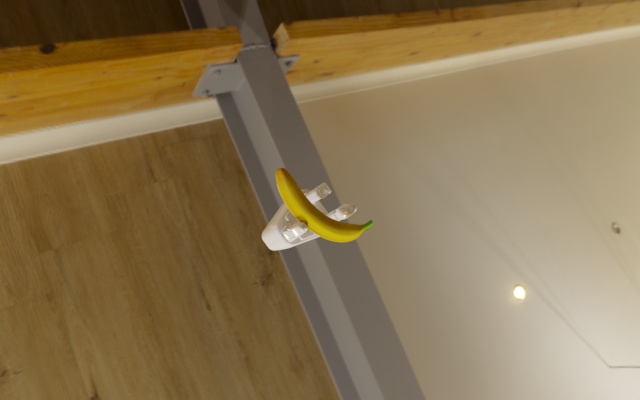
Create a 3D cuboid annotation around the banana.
[{"bbox_3d":[-0.005,0.020,0.828,0.198,0.069,0.037,31,-18,-14],"label":"banana"}]
